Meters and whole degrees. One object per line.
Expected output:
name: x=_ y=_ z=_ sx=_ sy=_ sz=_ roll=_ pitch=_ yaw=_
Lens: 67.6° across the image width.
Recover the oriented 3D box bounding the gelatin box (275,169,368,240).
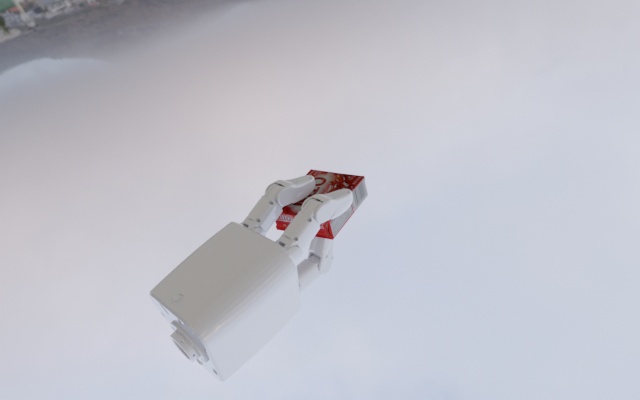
gelatin box: x=0.000 y=0.002 z=0.530 sx=0.073 sy=0.030 sz=0.089 roll=9 pitch=39 yaw=31
